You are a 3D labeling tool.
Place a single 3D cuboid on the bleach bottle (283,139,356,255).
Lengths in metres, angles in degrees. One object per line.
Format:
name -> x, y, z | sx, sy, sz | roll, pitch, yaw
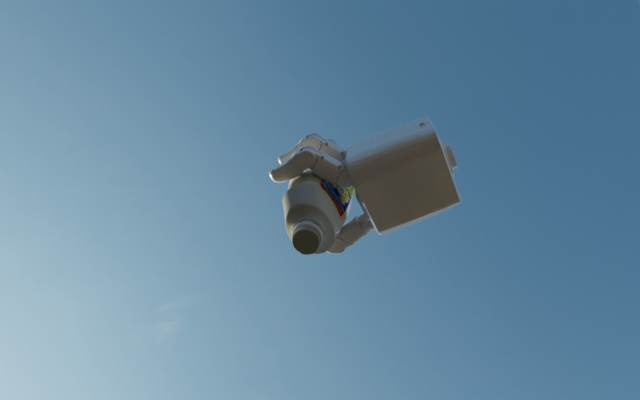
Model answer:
bleach bottle -> 0.000, 0.002, 0.593 | 0.068, 0.102, 0.250 | -21, 18, 13
